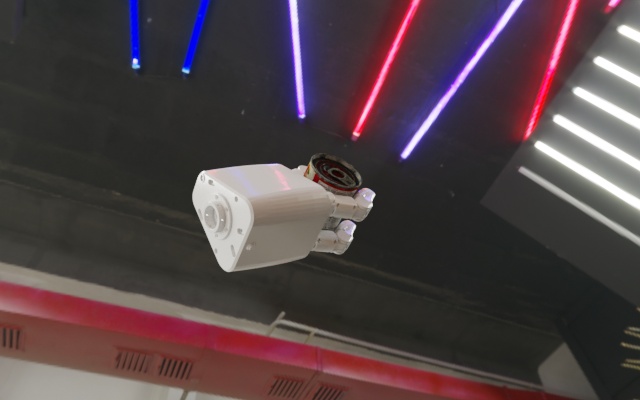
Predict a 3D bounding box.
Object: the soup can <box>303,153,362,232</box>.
[{"bbox_3d":[0.000,0.002,0.600,0.068,0.102,0.068,20,31,-12],"label":"soup can"}]
